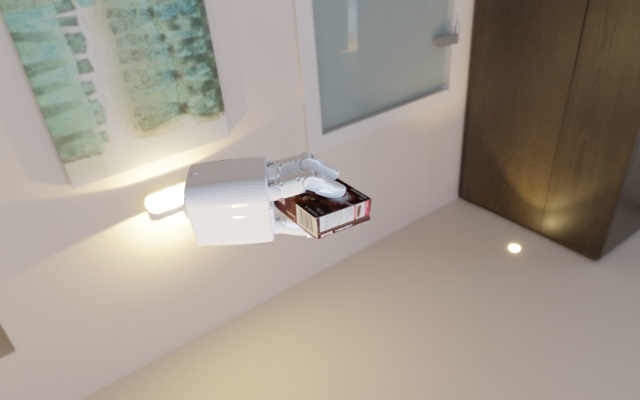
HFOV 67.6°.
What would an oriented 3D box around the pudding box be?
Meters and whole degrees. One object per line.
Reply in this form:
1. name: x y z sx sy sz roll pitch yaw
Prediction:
1. pudding box: 0.000 0.002 0.651 0.090 0.039 0.113 -19 36 -29
